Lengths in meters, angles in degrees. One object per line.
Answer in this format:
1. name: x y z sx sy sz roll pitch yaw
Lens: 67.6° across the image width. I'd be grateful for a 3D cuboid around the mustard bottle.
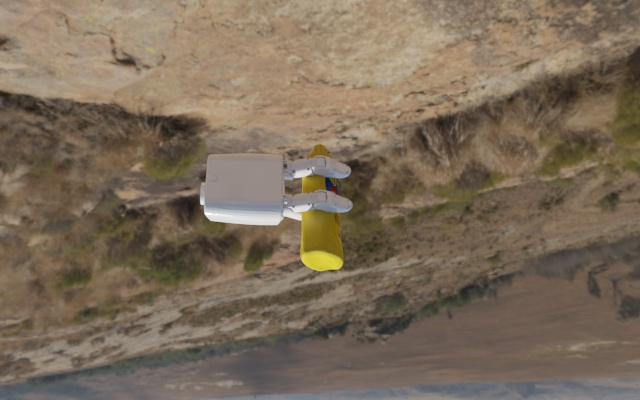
1. mustard bottle: 0.000 0.003 0.717 0.058 0.191 0.096 -8 -25 14
